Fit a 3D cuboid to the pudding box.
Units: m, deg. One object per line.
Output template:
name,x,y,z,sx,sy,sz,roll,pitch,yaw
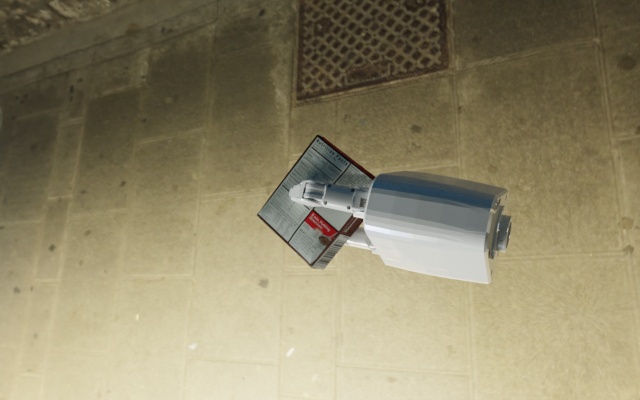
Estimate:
pudding box,0.000,0.002,0.502,0.090,0.113,0.039,41,6,24
